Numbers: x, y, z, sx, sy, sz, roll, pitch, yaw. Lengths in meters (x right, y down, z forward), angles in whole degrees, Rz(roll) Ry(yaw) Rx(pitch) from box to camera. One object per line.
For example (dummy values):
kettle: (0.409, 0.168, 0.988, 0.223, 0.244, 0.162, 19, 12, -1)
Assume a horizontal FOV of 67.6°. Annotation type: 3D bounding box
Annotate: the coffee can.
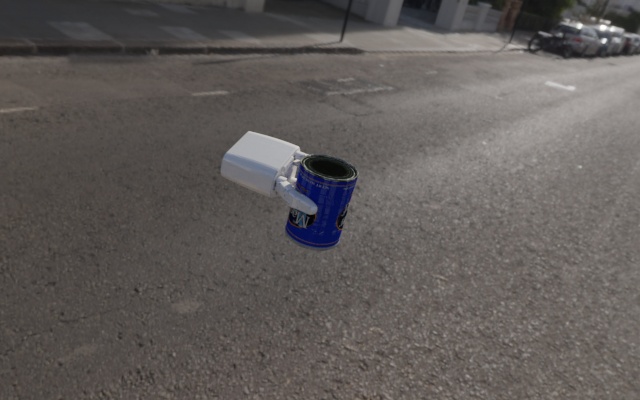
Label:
coffee can: (0.000, 0.003, 0.843, 0.103, 0.140, 0.102, 12, 26, -6)
